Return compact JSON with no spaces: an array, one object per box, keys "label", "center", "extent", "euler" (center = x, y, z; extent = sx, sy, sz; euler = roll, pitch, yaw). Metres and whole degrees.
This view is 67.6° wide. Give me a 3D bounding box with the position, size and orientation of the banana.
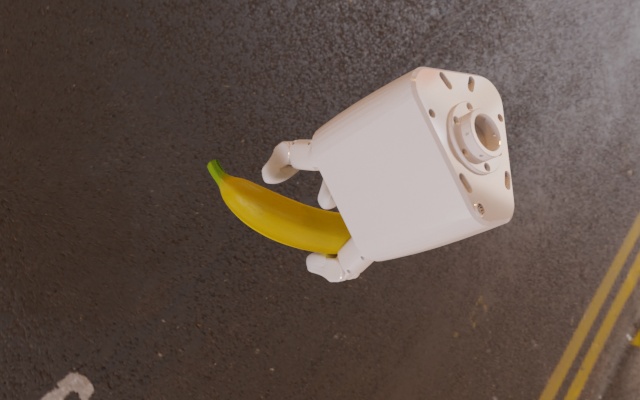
[{"label":"banana","center":[-0.002,0.015,0.417],"extent":[0.198,0.069,0.037],"euler":[19,-42,-25]}]
